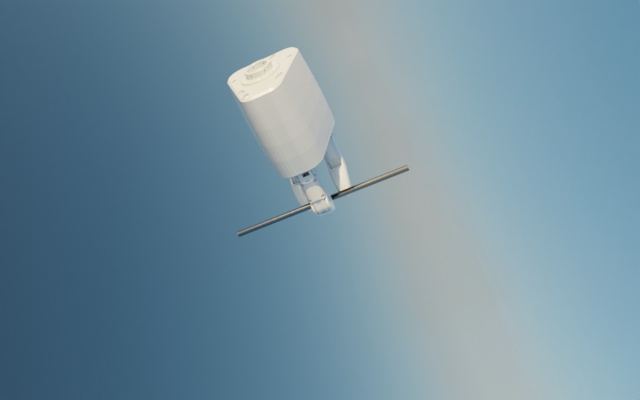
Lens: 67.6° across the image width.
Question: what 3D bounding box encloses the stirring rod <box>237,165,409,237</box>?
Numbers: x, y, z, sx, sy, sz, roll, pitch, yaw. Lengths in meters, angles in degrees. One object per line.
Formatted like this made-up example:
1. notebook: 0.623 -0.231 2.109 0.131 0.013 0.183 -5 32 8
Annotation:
1. stirring rod: 0.000 0.002 0.620 0.239 0.011 0.011 -21 -4 10
